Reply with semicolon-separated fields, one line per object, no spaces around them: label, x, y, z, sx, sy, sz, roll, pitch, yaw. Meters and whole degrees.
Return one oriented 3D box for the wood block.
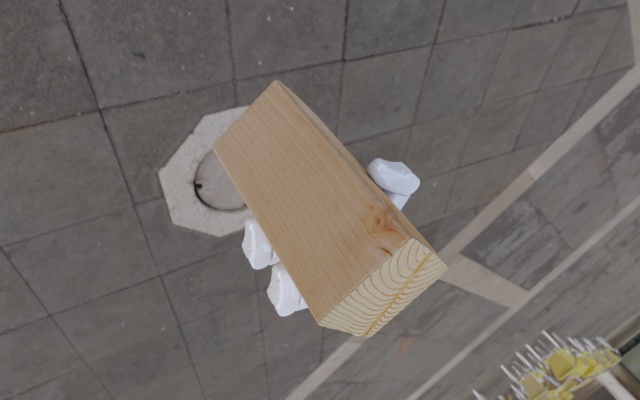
wood block;0.001;0.001;0.410;0.090;0.091;0.206;34;15;-53
